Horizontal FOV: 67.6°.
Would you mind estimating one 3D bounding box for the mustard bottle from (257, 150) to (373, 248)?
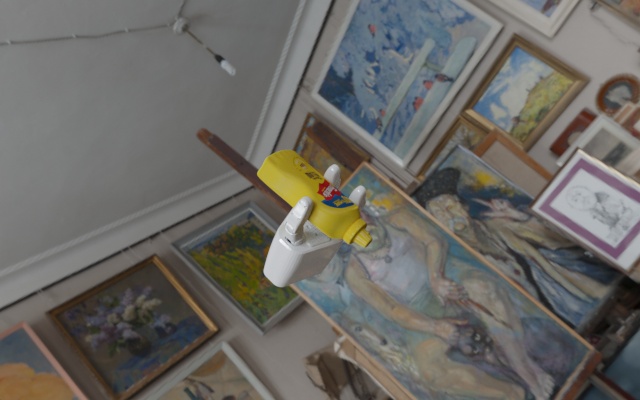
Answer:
[{"bbox_3d":[0.000,0.002,0.715,0.191,0.058,0.096,41,22,16],"label":"mustard bottle"}]
